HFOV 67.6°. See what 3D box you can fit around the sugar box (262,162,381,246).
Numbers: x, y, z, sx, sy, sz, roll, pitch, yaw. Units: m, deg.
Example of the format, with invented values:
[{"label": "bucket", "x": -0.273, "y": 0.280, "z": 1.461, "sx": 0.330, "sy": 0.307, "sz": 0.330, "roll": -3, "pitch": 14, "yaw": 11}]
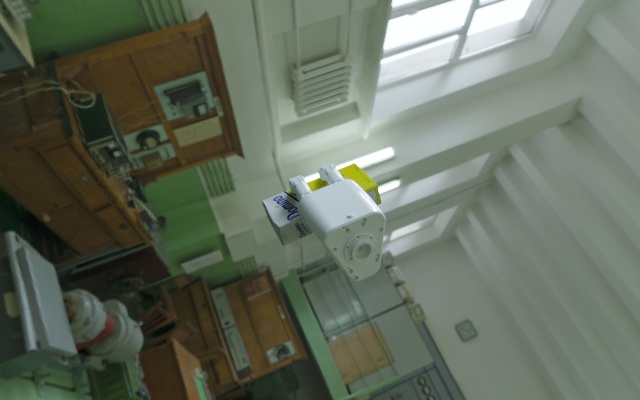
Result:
[{"label": "sugar box", "x": 0.000, "y": 0.002, "z": 0.788, "sx": 0.176, "sy": 0.048, "sz": 0.093, "roll": -21, "pitch": 34, "yaw": -12}]
